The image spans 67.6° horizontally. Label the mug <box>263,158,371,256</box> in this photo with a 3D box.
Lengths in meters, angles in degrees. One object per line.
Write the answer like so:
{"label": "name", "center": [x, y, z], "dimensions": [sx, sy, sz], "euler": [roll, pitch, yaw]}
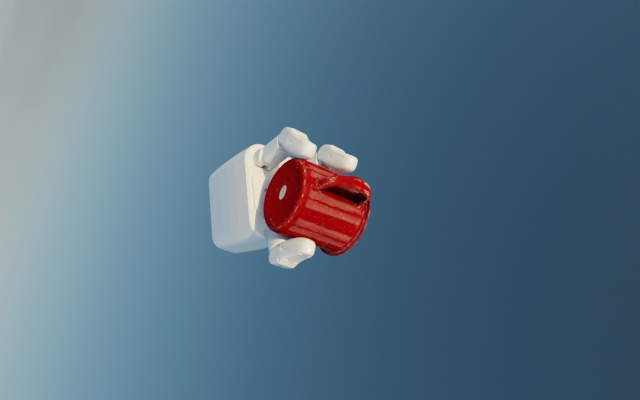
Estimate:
{"label": "mug", "center": [0.001, 0.001, 0.500], "dimensions": [0.081, 0.093, 0.117], "euler": [21, -28, -33]}
